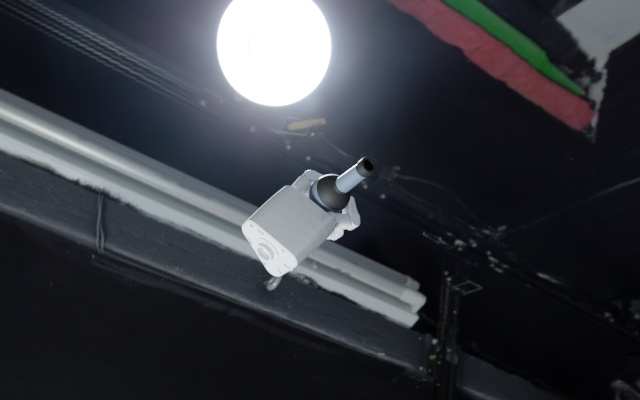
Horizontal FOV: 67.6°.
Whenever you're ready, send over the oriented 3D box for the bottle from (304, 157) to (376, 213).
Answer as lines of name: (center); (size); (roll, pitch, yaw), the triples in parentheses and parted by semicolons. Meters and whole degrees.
bottle: (0.000, 0.003, 0.837); (0.069, 0.069, 0.296); (0, -23, -33)
